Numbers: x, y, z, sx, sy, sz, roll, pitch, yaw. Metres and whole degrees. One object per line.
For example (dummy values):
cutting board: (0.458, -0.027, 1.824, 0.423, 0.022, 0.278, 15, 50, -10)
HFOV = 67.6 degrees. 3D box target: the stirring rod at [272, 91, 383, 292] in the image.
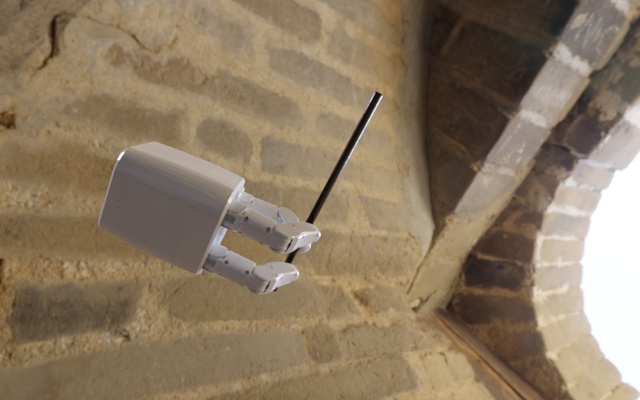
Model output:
stirring rod: (0.000, 0.001, 0.472, 0.011, 0.240, 0.011, 22, 26, -12)
